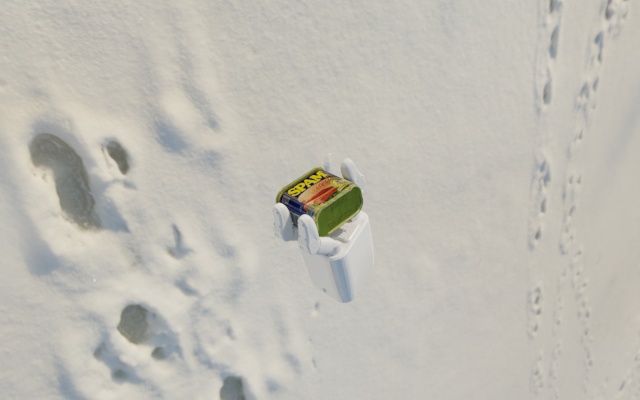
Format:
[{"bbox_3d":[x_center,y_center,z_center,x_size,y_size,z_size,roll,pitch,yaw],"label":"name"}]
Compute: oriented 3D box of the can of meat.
[{"bbox_3d":[0.000,0.002,0.703,0.102,0.057,0.084,-34,42,-30],"label":"can of meat"}]
